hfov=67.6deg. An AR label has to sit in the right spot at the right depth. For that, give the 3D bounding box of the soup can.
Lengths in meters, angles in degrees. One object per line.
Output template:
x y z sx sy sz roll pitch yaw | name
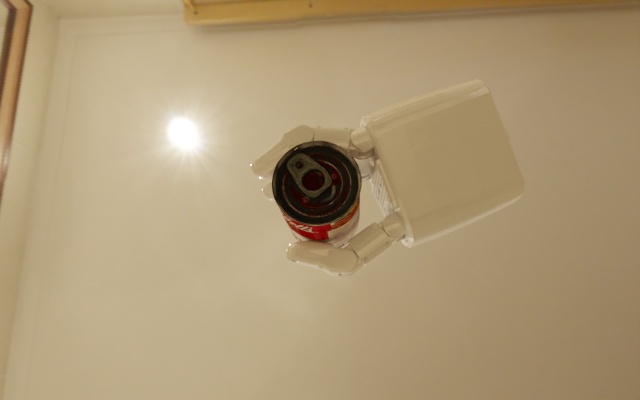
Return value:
0.000 0.002 0.404 0.068 0.068 0.102 0 -18 4 | soup can
